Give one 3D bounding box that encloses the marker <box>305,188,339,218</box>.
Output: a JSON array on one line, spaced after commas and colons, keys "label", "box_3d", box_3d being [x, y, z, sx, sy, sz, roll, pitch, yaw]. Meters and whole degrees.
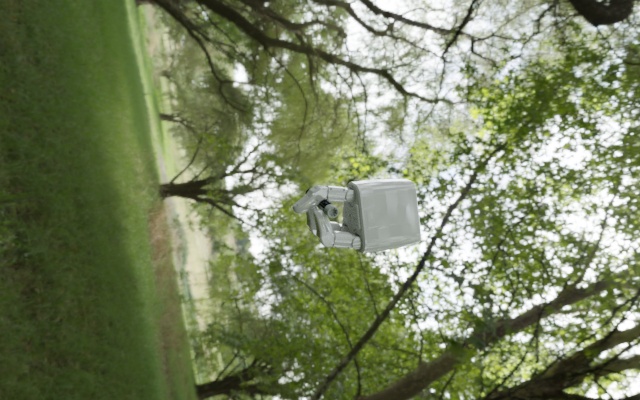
[{"label": "marker", "box_3d": [0.000, 0.003, 0.771, 0.020, 0.020, 0.121, 0, 15, -19]}]
